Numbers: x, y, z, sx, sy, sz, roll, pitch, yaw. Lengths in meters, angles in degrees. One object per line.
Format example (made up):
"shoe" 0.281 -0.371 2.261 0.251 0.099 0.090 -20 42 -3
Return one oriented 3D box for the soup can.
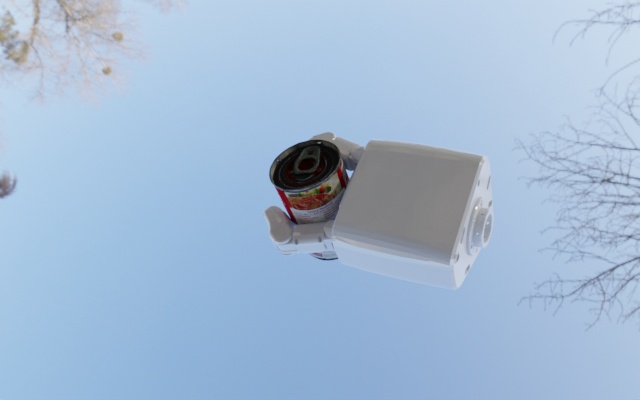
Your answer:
"soup can" 0.000 0.002 0.462 0.068 0.068 0.102 0 -43 23
